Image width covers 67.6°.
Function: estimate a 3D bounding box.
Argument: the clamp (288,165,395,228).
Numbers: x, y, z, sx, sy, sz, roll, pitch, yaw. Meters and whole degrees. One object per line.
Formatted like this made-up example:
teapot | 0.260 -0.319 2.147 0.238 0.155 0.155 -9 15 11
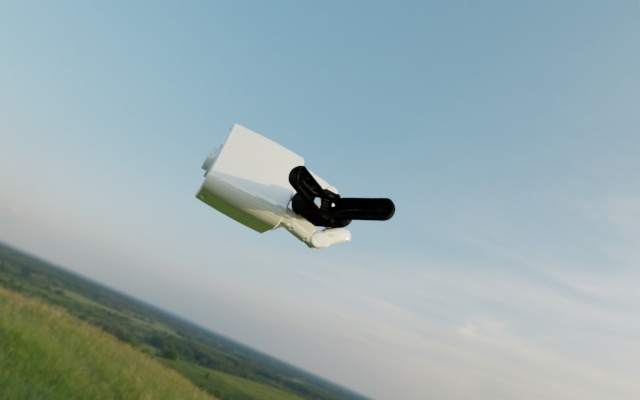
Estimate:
clamp | 0.000 0.001 0.569 0.120 0.039 0.171 29 -20 -15
